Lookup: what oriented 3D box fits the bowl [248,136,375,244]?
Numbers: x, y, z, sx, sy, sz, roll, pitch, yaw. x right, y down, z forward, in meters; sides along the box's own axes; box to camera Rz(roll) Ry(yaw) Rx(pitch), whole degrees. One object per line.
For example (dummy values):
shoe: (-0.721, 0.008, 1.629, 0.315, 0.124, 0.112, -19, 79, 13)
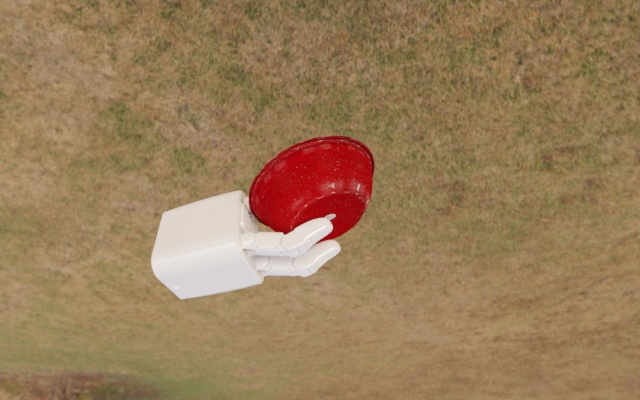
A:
bowl: (0.001, 0.001, 0.561, 0.162, 0.055, 0.162, -16, -37, -13)
